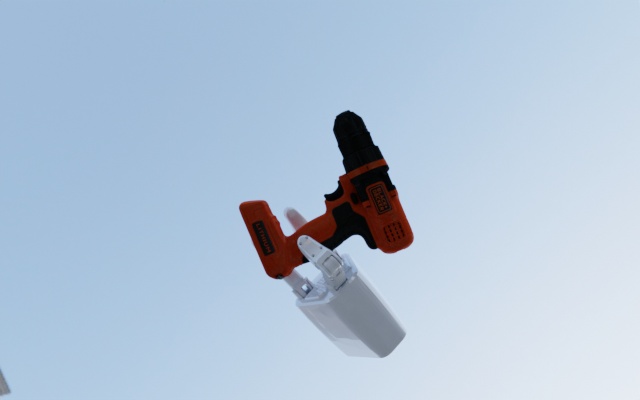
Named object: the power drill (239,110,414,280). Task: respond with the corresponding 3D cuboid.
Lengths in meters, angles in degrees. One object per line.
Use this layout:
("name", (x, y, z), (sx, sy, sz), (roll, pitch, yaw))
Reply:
("power drill", (0.000, 0.002, 0.586), (0.187, 0.184, 0.057), (-23, -6, 4))
